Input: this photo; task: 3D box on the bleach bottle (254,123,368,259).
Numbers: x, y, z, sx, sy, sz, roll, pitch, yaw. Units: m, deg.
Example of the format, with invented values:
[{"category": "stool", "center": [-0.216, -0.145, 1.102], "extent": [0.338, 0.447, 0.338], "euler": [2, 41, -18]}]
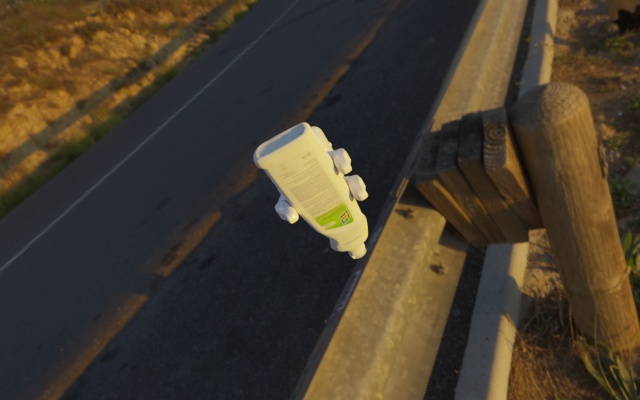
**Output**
[{"category": "bleach bottle", "center": [0.000, 0.002, 0.776], "extent": [0.102, 0.251, 0.068], "euler": [-27, 29, 11]}]
